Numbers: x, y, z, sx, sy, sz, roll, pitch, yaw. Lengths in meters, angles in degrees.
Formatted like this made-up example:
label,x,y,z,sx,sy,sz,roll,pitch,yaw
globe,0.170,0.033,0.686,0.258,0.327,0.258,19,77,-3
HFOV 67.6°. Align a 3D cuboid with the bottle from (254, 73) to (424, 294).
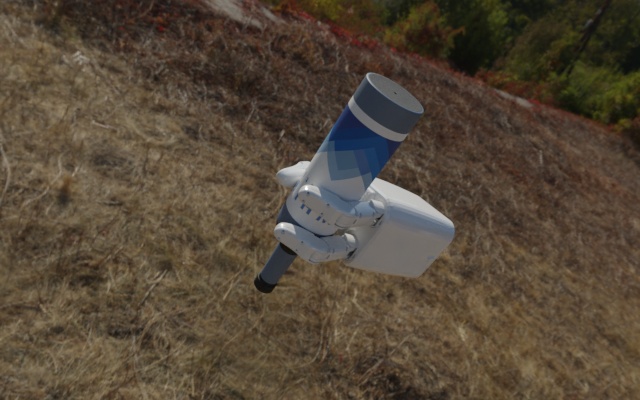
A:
label,x,y,z,sx,sy,sz,roll,pitch,yaw
bottle,0.000,0.002,0.532,0.069,0.296,0.069,25,31,-16
